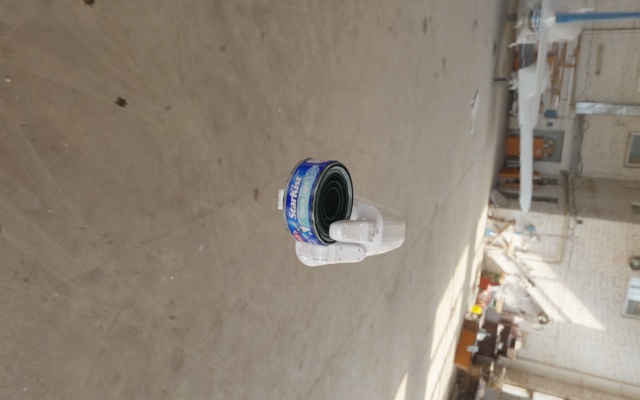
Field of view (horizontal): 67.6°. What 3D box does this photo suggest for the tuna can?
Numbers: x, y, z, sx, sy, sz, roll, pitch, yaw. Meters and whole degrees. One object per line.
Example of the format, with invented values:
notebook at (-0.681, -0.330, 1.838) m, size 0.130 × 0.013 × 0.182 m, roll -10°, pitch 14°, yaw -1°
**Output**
tuna can at (0.001, 0.002, 0.474) m, size 0.034 × 0.086 × 0.086 m, roll 7°, pitch 4°, yaw 30°
